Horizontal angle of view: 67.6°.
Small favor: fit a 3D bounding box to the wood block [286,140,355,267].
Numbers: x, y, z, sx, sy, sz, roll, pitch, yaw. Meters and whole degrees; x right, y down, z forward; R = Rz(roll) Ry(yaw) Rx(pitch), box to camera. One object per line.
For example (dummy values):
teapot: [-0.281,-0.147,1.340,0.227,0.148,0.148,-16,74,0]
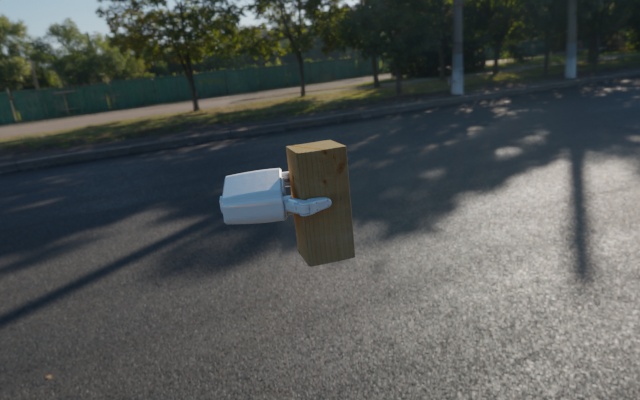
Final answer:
wood block: [0.000,0.003,0.869,0.090,0.206,0.090,-10,17,-14]
